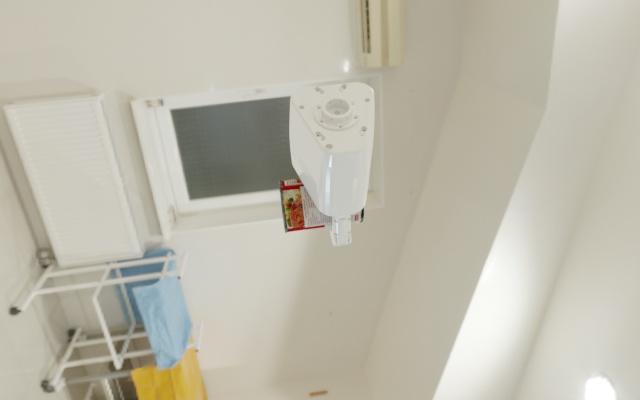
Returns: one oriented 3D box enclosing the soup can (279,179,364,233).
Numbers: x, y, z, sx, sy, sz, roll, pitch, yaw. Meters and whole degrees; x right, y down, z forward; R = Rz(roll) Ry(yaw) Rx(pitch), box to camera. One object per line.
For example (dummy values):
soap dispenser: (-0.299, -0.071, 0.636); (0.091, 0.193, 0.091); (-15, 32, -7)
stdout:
soup can: (0.000, 0.002, 0.619); (0.102, 0.068, 0.068); (-7, 0, -5)
